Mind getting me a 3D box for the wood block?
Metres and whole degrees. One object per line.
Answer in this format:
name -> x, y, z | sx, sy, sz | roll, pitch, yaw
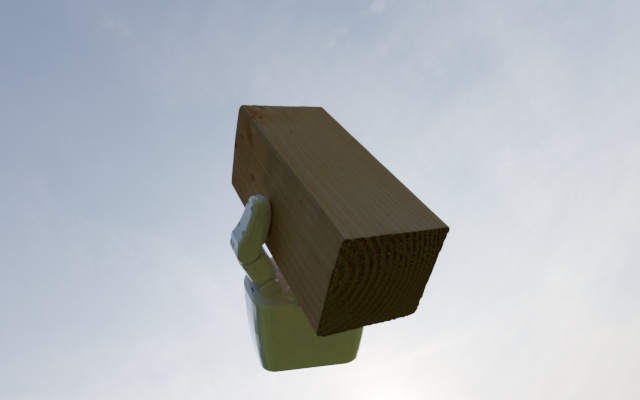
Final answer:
wood block -> 0.000, 0.002, 0.407 | 0.091, 0.090, 0.206 | -6, 36, -28
